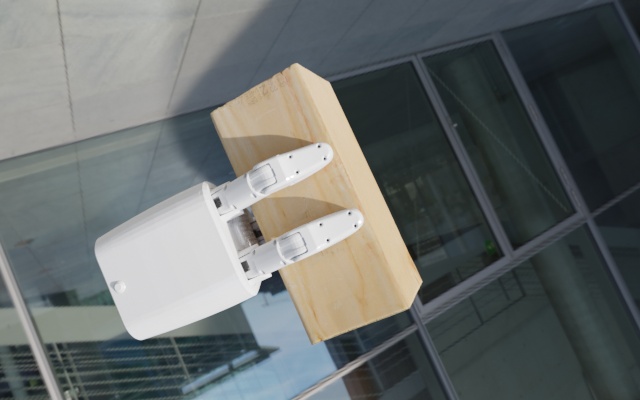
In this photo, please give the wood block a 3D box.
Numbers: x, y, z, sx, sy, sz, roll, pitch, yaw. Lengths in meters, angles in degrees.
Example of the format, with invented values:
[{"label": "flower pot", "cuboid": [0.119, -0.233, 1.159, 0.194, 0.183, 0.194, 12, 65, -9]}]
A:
[{"label": "wood block", "cuboid": [0.000, 0.002, 0.415, 0.090, 0.206, 0.091, -26, -4, 17]}]
